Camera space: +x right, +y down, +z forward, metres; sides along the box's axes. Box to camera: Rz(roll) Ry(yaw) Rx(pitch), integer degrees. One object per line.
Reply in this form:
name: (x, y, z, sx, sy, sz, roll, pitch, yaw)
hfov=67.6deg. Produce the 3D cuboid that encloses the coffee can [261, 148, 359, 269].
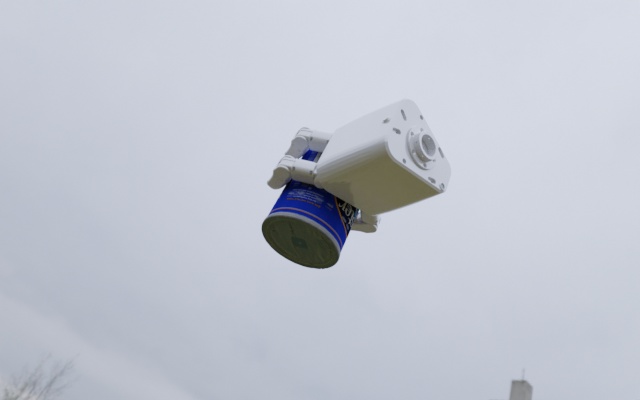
coffee can: (0.000, 0.002, 0.617, 0.103, 0.140, 0.103, 17, -36, 13)
